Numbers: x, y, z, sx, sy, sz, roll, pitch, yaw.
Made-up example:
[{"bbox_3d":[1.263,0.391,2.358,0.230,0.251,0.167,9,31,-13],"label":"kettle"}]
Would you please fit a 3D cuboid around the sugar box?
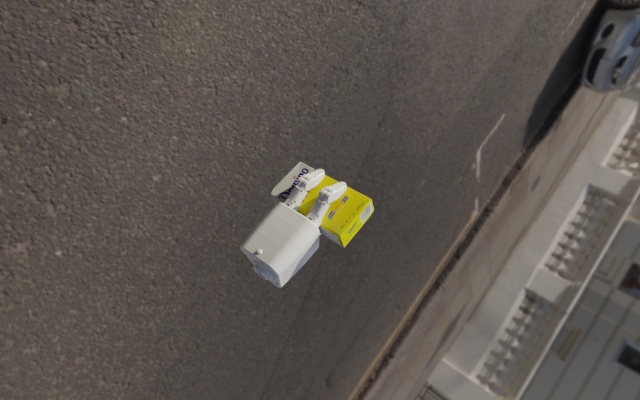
[{"bbox_3d":[0.000,0.003,0.869,0.176,0.093,0.048,30,-23,29],"label":"sugar box"}]
